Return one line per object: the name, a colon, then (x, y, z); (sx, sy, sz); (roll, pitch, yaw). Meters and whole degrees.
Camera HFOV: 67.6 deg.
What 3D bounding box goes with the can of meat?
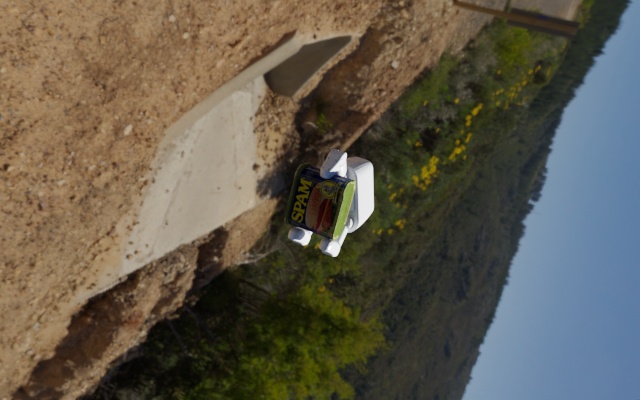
can of meat: (0.000, 0.002, 0.742); (0.084, 0.102, 0.057); (20, 16, 18)
